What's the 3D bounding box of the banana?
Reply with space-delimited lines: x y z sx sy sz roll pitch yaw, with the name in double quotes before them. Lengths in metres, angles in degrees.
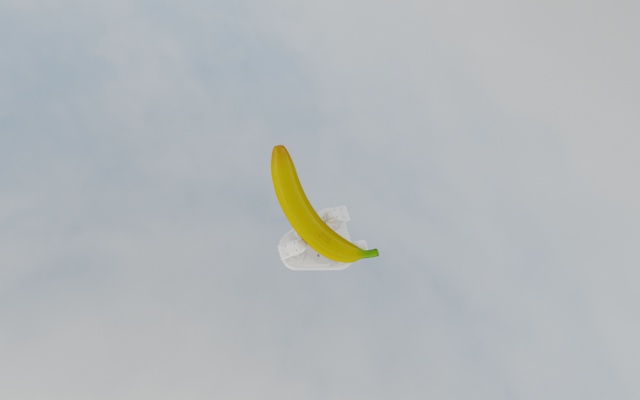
"banana" -0.011 0.017 0.640 0.069 0.198 0.037 -43 1 12
